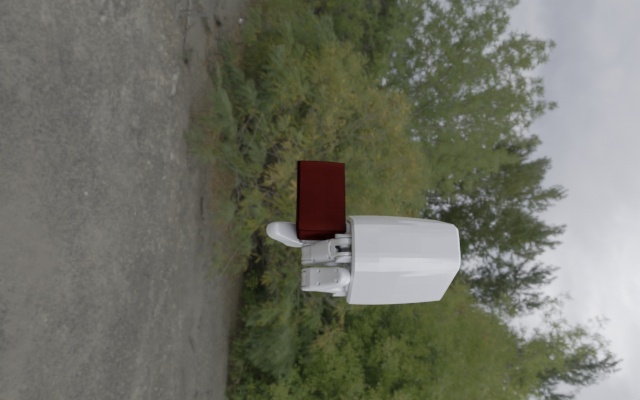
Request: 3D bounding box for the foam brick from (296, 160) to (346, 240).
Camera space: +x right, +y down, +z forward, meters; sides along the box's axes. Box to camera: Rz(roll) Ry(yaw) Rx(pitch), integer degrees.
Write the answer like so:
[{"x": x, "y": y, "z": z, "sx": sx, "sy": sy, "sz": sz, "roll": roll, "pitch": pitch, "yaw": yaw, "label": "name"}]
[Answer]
[{"x": 0.000, "y": 0.001, "z": 0.520, "sx": 0.051, "sy": 0.078, "sz": 0.053, "roll": 0, "pitch": -16, "yaw": -1, "label": "foam brick"}]
